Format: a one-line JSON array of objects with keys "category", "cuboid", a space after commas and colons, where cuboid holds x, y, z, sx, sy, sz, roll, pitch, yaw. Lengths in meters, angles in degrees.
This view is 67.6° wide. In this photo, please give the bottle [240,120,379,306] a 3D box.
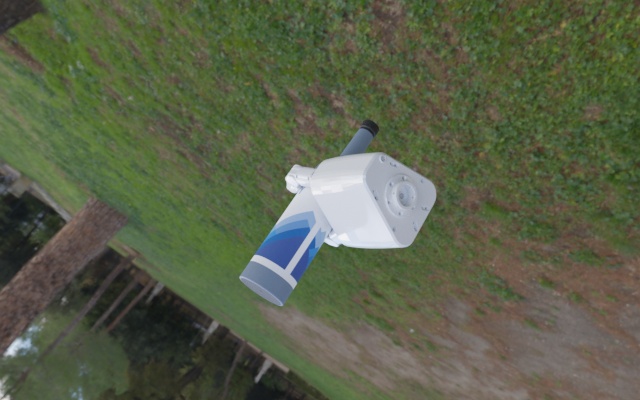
[{"category": "bottle", "cuboid": [0.000, 0.002, 0.661, 0.069, 0.295, 0.069, 29, -22, 13]}]
